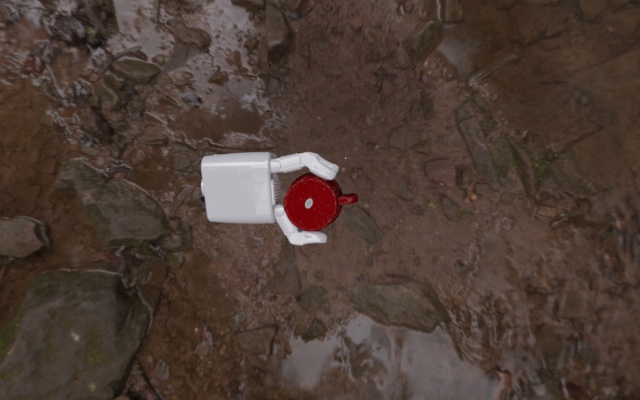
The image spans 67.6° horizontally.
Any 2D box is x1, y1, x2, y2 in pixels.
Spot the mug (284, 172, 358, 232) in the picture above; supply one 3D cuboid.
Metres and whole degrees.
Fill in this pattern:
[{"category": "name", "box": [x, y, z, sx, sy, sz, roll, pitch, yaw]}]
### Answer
[{"category": "mug", "box": [0.002, 0.002, 0.740, 0.117, 0.093, 0.081, -3, 5, 5]}]
